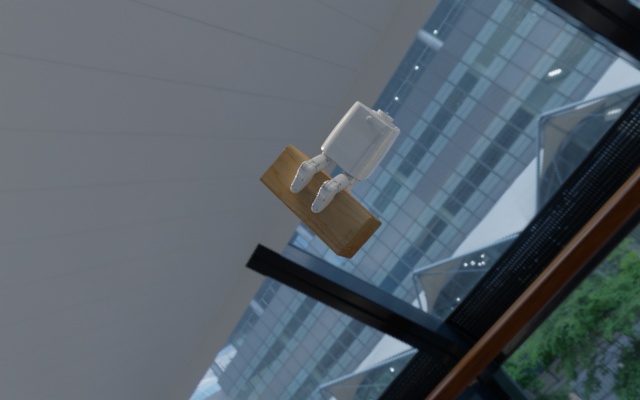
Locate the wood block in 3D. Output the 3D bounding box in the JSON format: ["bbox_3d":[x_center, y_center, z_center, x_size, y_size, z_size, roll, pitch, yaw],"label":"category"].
[{"bbox_3d":[0.000,0.003,0.871,0.206,0.090,0.091,43,6,22],"label":"wood block"}]
